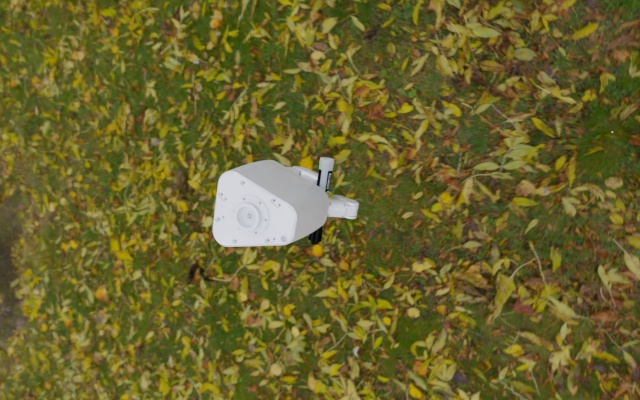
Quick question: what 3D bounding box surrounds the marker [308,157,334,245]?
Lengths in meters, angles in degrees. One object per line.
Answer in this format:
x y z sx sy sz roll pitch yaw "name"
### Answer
0.000 0.002 0.649 0.020 0.121 0.020 9 13 -2 "marker"
